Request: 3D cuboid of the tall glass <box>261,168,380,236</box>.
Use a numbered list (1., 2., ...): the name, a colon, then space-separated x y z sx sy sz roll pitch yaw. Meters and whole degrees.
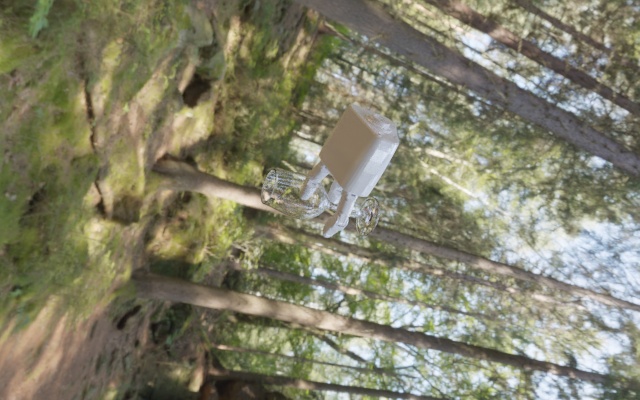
1. tall glass: 0.001 0.003 0.829 0.201 0.079 0.079 17 -7 -24
